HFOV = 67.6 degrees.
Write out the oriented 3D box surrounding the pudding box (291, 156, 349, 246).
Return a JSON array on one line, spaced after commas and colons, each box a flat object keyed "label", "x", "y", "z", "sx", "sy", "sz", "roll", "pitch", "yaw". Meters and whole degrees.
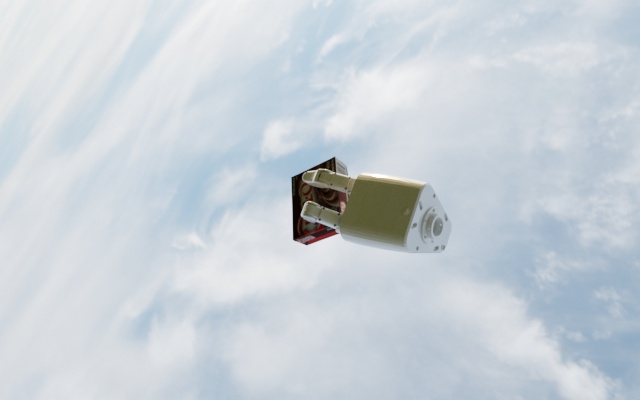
[{"label": "pudding box", "x": 0.000, "y": 0.002, "z": 0.722, "sx": 0.090, "sy": 0.113, "sz": 0.039, "roll": -22, "pitch": -35, "yaw": 32}]
